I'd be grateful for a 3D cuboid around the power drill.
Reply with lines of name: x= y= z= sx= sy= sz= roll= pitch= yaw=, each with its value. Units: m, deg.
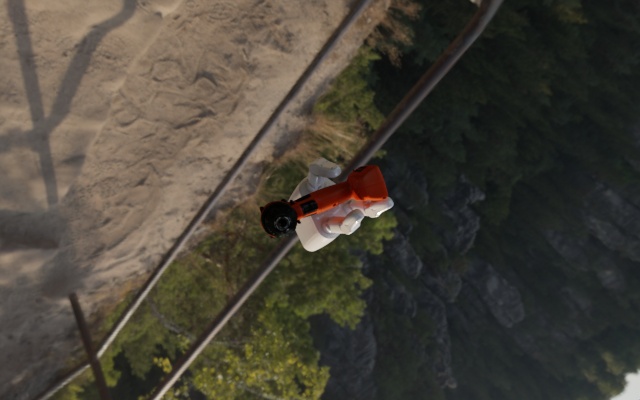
power drill: x=0.001 y=0.002 z=0.709 sx=0.187 sy=0.057 sz=0.184 roll=-19 pitch=6 yaw=-8
